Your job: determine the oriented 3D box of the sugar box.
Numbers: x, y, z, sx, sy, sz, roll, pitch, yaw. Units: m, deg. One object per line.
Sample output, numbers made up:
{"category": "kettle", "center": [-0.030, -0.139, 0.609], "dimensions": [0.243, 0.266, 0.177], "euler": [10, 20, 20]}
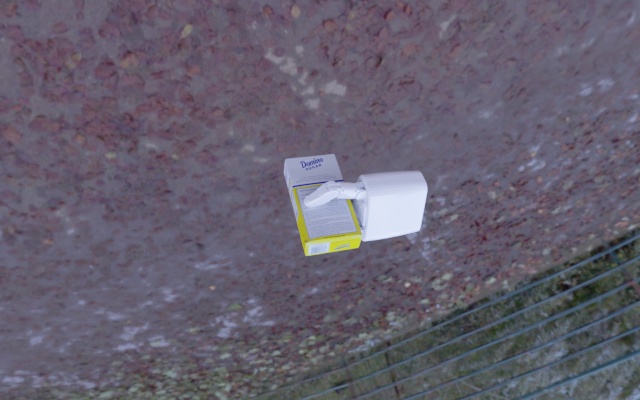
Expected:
{"category": "sugar box", "center": [0.000, 0.003, 0.804], "dimensions": [0.093, 0.176, 0.048], "euler": [-7, -38, -13]}
